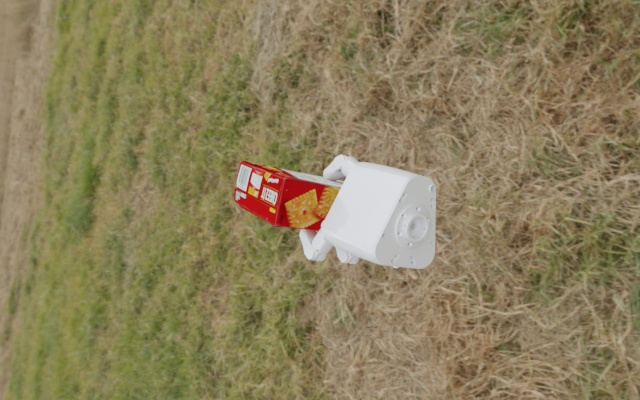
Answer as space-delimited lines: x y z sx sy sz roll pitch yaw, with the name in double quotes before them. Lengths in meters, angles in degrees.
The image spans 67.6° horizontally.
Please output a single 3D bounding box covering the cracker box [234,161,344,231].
"cracker box" 0.000 0.002 0.705 0.214 0.072 0.164 10 6 -31
